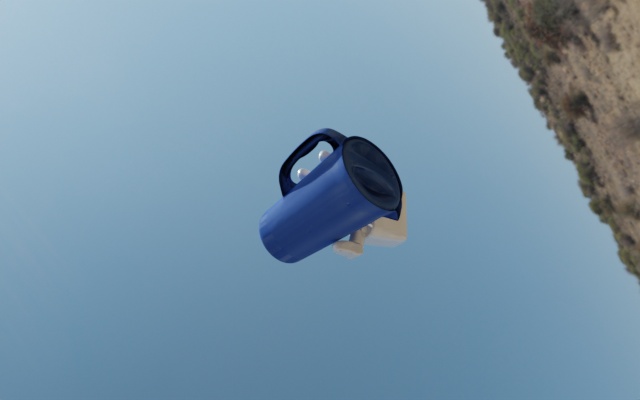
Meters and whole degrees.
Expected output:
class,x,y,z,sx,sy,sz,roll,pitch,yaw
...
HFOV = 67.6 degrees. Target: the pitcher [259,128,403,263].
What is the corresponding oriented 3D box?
class,x,y,z,sx,sy,sz,roll,pitch,yaw
pitcher,0.000,0.003,0.790,0.145,0.149,0.243,14,-38,-42
